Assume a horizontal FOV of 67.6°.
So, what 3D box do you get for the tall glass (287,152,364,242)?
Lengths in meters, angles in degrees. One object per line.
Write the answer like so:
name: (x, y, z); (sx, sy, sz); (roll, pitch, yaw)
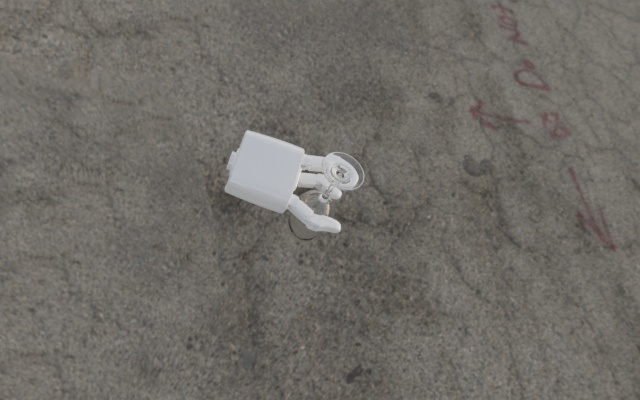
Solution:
tall glass: (0.001, 0.003, 0.842); (0.079, 0.079, 0.201); (0, -31, -25)
